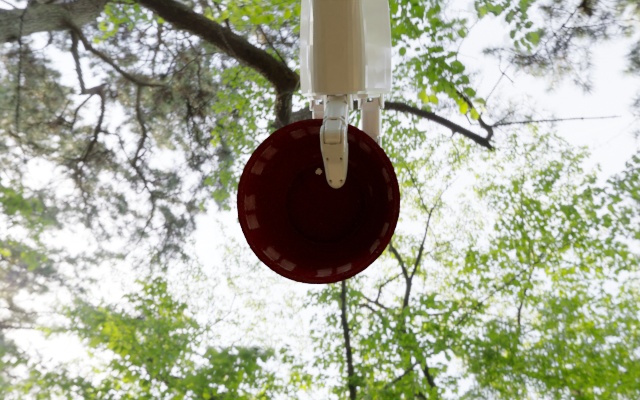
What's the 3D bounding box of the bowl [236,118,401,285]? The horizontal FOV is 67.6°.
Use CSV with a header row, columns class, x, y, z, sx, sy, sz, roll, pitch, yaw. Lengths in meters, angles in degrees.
class,x,y,z,sx,sy,sz,roll,pitch,yaw
bowl,0.000,0.003,0.485,0.162,0.162,0.055,0,-2,10
